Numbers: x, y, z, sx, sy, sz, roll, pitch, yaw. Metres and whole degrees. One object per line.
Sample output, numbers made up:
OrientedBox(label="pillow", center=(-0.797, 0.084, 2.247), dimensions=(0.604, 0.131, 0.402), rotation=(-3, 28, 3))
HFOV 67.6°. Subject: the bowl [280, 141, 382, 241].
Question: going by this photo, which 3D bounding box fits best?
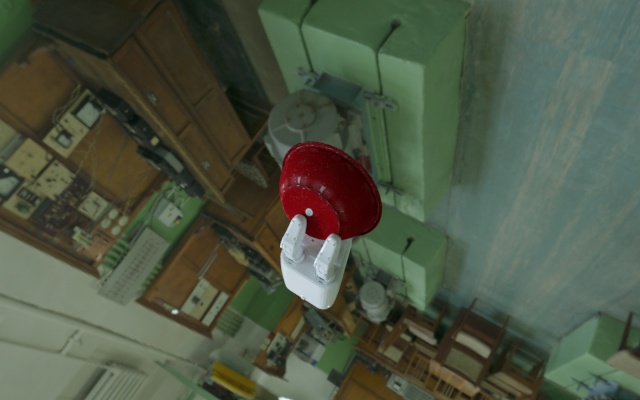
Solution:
OrientedBox(label="bowl", center=(0.000, 0.001, 0.648), dimensions=(0.162, 0.162, 0.055), rotation=(0, 36, 41))
